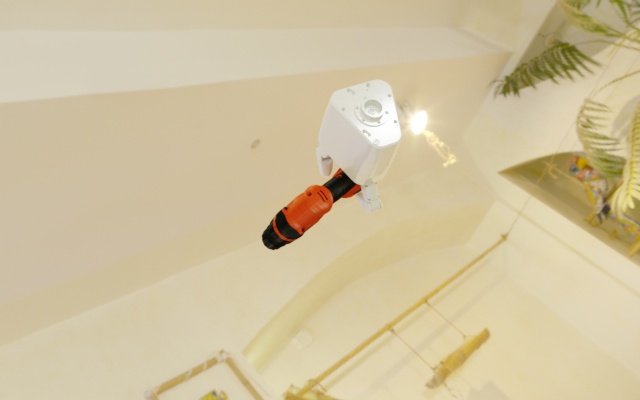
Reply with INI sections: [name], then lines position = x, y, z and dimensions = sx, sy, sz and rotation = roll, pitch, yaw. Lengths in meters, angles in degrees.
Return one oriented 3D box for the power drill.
[power drill]
position = 0.001, 0.002, 0.777
dimensions = 0.187, 0.057, 0.184
rotation = -38, 0, -40
